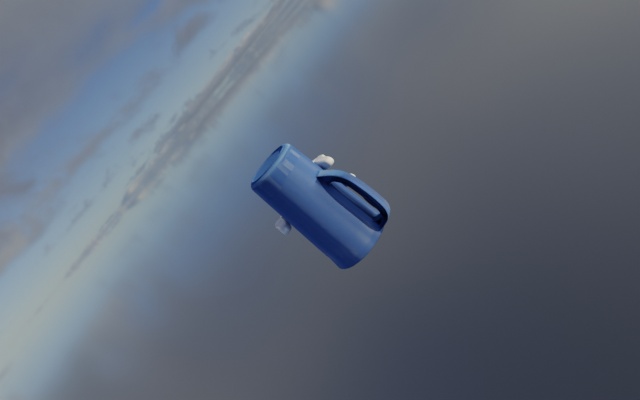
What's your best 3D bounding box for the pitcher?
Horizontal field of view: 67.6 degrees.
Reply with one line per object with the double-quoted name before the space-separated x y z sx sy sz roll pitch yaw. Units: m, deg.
"pitcher" 0.000 0.003 0.888 0.243 0.149 0.145 40 -3 -16
